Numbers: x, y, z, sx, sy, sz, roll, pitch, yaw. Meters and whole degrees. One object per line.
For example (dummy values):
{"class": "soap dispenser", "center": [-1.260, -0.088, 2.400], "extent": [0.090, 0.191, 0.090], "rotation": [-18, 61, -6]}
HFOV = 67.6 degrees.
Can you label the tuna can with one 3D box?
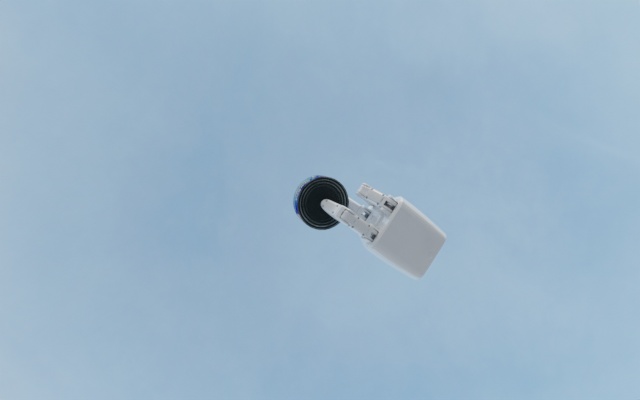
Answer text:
{"class": "tuna can", "center": [0.000, 0.002, 0.770], "extent": [0.086, 0.086, 0.033], "rotation": [0, 9, -17]}
